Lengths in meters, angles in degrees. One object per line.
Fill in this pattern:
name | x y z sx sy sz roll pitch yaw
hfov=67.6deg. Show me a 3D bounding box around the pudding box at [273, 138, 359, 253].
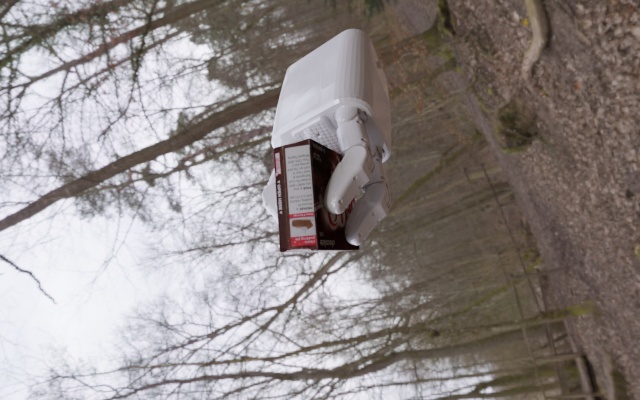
pudding box | 0.000 0.001 0.426 0.039 0.090 0.113 -8 -8 23
